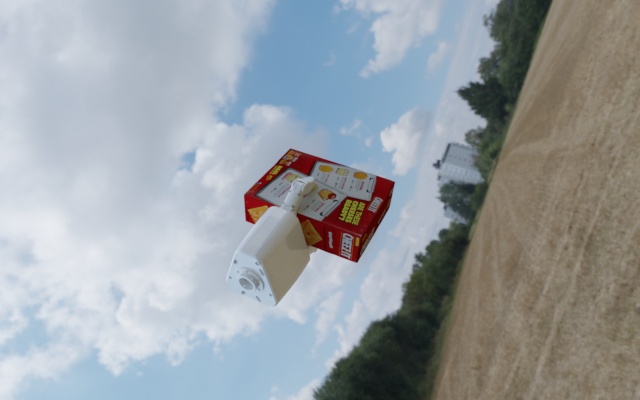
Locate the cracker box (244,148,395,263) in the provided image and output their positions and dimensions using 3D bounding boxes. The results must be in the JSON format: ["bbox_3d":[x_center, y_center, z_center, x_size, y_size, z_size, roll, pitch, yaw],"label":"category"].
[{"bbox_3d":[0.000,0.003,0.833,0.213,0.072,0.164,20,42,17],"label":"cracker box"}]
